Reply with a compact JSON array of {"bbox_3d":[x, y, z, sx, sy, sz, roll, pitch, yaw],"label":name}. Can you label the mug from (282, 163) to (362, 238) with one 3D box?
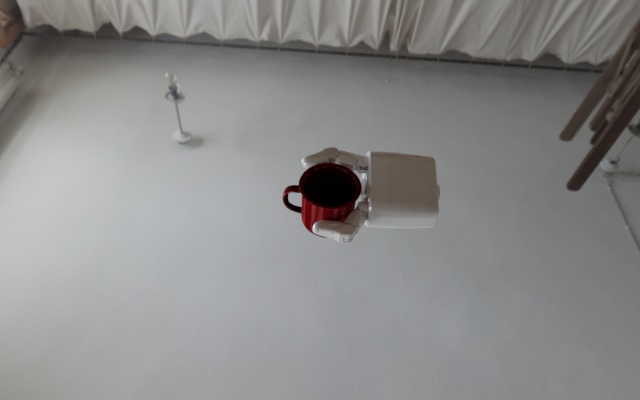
[{"bbox_3d":[-0.001,0.002,0.732,0.117,0.093,0.082,4,-41,-1],"label":"mug"}]
